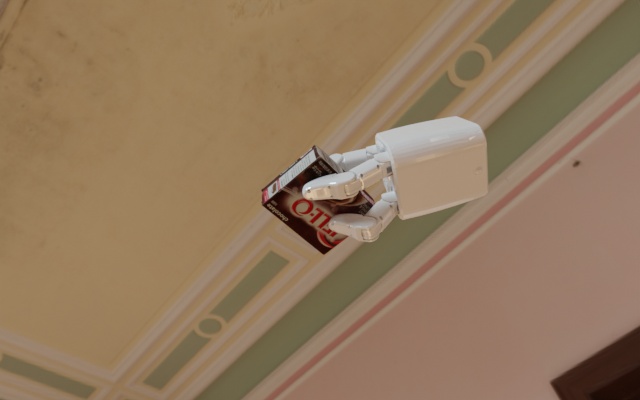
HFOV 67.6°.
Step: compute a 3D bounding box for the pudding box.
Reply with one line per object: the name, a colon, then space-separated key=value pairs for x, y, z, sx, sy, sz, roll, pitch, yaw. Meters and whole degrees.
pudding box: x=0.000 y=0.002 z=0.565 sx=0.113 sy=0.090 sz=0.039 roll=42 pitch=18 yaw=-28
